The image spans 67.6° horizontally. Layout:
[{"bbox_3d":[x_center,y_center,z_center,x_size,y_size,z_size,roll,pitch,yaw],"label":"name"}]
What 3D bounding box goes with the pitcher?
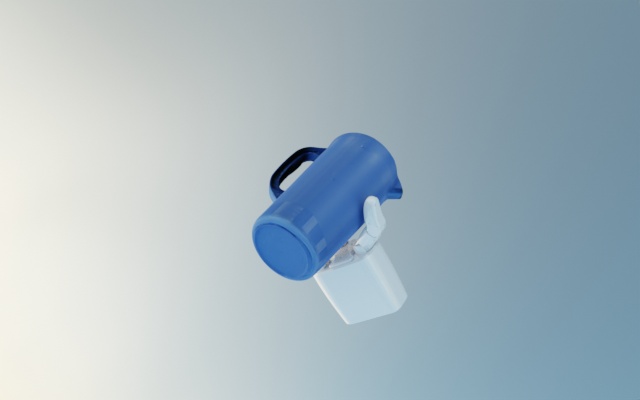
[{"bbox_3d":[0.000,0.002,0.717,0.149,0.145,0.242,-17,19,43],"label":"pitcher"}]
